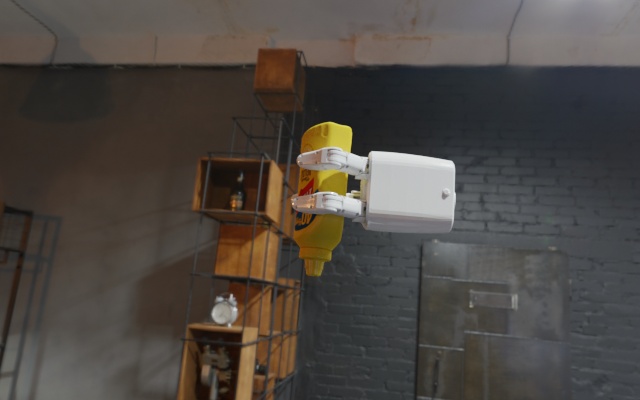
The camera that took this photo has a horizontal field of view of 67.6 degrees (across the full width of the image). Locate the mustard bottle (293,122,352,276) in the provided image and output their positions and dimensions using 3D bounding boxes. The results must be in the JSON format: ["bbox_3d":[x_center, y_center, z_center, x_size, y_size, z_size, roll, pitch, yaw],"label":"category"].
[{"bbox_3d":[0.000,0.002,0.624,0.058,0.191,0.096,10,-13,-24],"label":"mustard bottle"}]
